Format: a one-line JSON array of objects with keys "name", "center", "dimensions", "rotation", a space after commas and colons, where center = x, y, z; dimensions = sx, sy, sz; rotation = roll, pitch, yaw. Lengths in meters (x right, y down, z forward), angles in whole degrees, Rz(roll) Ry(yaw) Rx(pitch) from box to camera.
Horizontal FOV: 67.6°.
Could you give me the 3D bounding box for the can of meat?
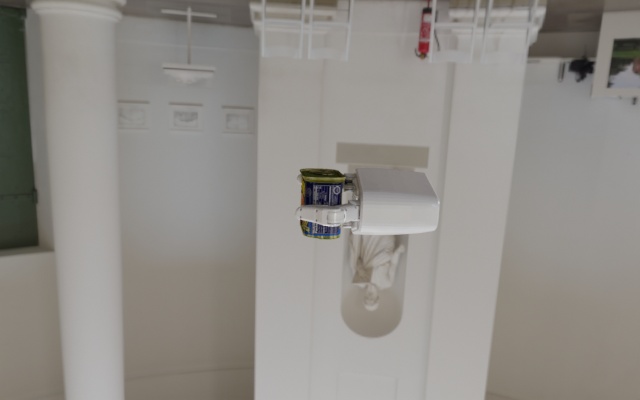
[{"name": "can of meat", "center": [0.000, 0.003, 0.669], "dimensions": [0.057, 0.084, 0.102], "rotation": [1, 11, -6]}]
